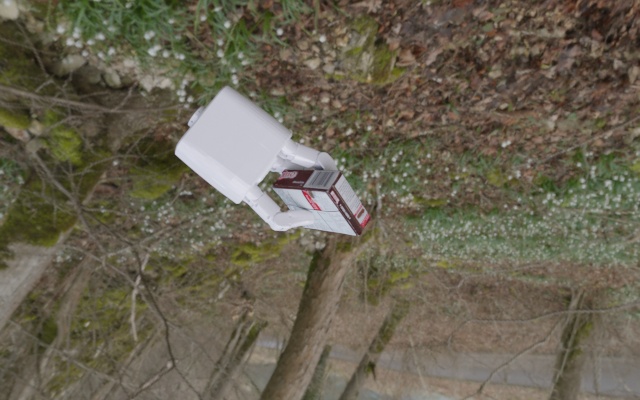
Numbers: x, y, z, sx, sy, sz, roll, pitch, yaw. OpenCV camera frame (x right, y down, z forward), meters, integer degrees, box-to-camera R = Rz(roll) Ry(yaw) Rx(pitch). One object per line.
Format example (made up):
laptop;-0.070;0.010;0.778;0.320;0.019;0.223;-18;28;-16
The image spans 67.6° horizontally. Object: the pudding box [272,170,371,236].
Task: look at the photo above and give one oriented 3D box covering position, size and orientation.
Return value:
pudding box;0.000;0.002;0.645;0.113;0.039;0.090;7;-37;47
